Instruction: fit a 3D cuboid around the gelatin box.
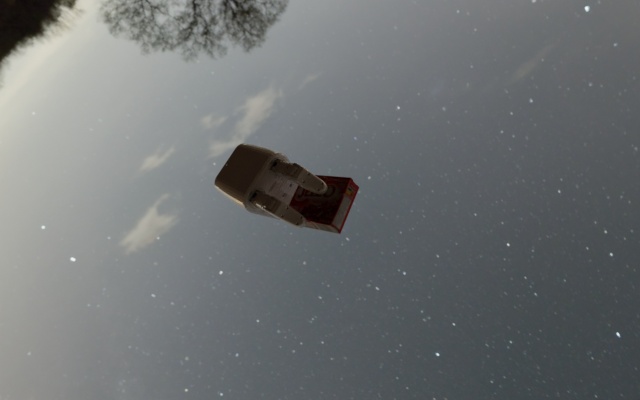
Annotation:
[{"bbox_3d":[0.001,0.002,0.660,0.089,0.073,0.030,8,-24,40],"label":"gelatin box"}]
